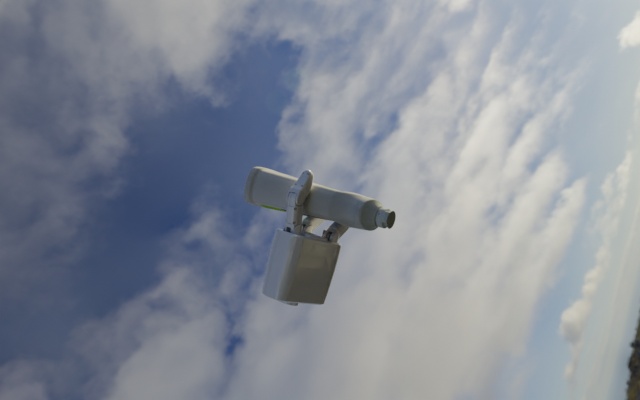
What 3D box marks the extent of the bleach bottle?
[{"bbox_3d":[0.000,0.003,0.778,0.251,0.068,0.102,14,-1,33],"label":"bleach bottle"}]
